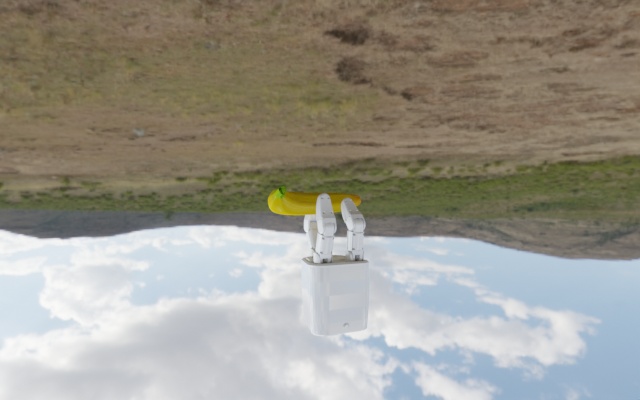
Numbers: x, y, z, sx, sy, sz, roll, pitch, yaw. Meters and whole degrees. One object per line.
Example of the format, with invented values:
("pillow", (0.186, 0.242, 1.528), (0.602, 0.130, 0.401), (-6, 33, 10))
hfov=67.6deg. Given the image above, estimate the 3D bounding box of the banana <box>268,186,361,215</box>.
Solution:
("banana", (-0.017, 0.004, 0.739), (0.069, 0.037, 0.198), (-5, -5, 38))
